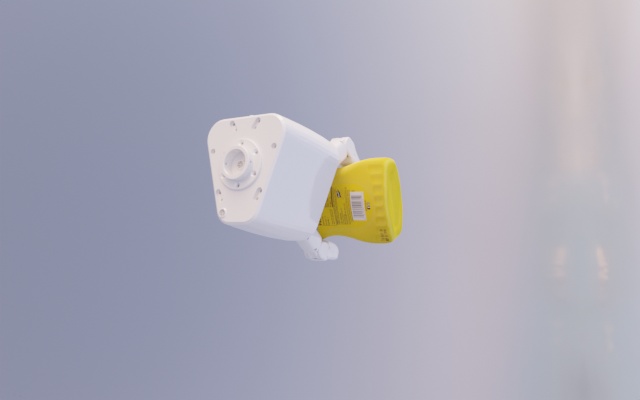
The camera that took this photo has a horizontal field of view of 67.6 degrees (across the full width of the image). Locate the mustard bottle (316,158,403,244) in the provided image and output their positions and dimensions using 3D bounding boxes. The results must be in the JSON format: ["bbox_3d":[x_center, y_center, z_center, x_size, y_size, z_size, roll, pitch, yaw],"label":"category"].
[{"bbox_3d":[0.000,0.002,0.582,0.191,0.096,0.058,-2,14,28],"label":"mustard bottle"}]
